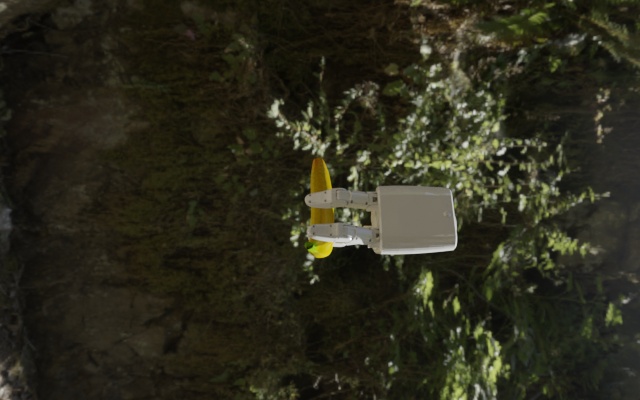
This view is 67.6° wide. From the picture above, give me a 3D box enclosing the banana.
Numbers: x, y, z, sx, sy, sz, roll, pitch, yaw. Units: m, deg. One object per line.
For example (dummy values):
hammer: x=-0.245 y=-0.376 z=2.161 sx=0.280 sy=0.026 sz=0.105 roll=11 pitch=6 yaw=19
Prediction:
banana: x=0.001 y=0.018 z=0.722 sx=0.037 sy=0.070 sz=0.197 roll=-3 pitch=42 yaw=4
